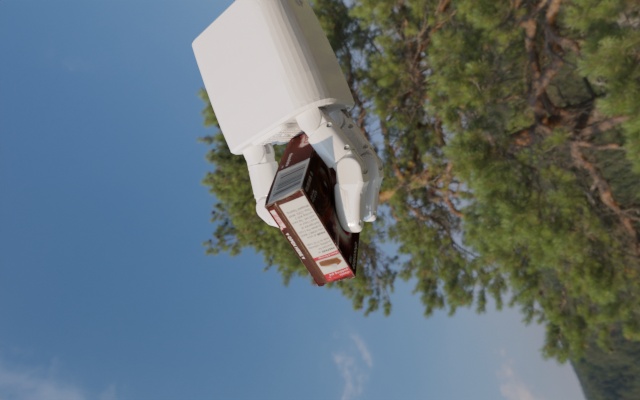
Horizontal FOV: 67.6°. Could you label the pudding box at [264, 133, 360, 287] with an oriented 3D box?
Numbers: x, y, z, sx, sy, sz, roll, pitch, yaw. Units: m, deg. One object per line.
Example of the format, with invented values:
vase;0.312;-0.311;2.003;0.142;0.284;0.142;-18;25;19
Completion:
pudding box;0.000;0.001;0.404;0.039;0.090;0.113;-20;28;23
